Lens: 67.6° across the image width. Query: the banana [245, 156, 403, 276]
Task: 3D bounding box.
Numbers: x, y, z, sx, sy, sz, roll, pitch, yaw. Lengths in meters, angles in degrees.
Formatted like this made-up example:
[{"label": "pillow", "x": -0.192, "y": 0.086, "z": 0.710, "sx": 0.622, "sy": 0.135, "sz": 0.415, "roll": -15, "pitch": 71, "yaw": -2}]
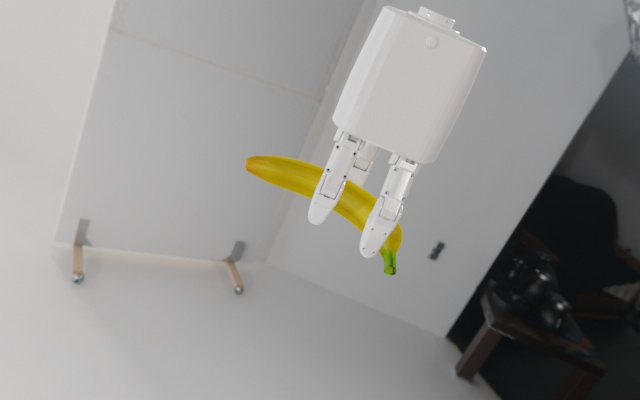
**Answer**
[{"label": "banana", "x": 0.013, "y": -0.001, "z": 0.500, "sx": 0.197, "sy": 0.037, "sz": 0.069, "roll": 34, "pitch": 31, "yaw": 20}]
